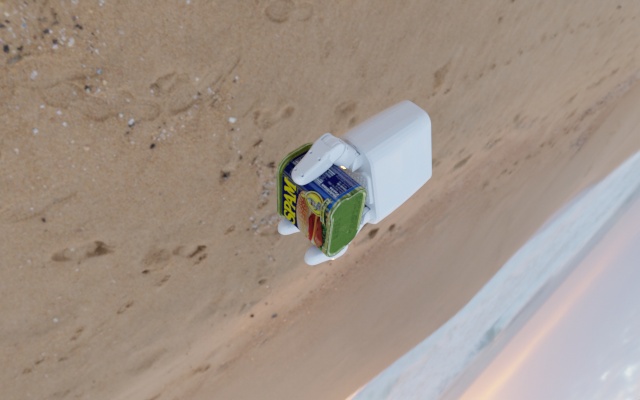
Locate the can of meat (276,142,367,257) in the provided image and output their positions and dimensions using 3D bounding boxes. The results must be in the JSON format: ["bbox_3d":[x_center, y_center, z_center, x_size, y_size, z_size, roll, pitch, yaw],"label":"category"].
[{"bbox_3d":[0.000,0.002,0.523,0.057,0.102,0.084,-34,60,-28],"label":"can of meat"}]
